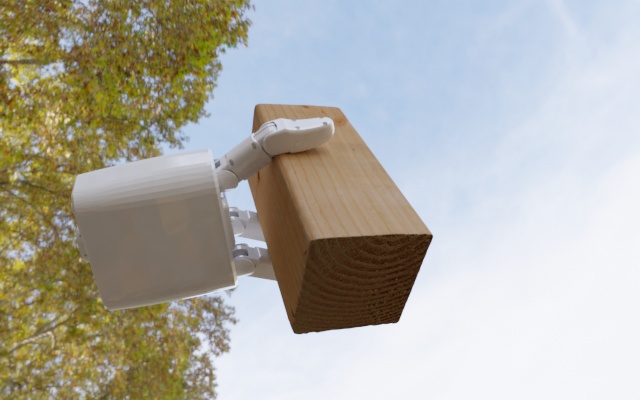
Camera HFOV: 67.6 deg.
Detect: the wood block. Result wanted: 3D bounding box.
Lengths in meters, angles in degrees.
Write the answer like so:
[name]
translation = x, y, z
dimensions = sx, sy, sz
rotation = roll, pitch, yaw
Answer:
[wood block]
translation = 0.000, 0.001, 0.410
dimensions = 0.090, 0.091, 0.206
rotation = -1, 35, -19
